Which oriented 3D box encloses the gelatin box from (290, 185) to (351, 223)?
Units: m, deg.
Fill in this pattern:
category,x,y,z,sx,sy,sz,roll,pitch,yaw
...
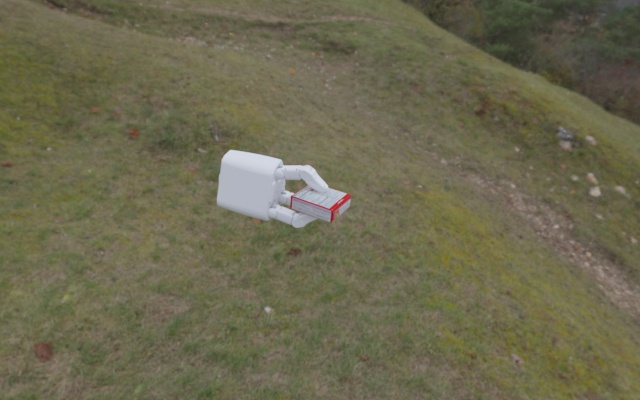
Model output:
category,x,y,z,sx,sy,sz,roll,pitch,yaw
gelatin box,0.000,0.003,0.870,0.089,0.030,0.073,18,31,24
